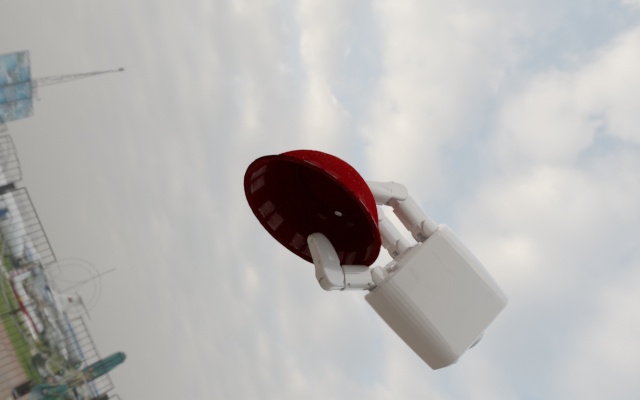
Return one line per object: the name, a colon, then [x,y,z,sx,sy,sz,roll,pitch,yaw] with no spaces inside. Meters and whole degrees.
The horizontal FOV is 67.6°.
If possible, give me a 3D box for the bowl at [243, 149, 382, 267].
bowl: [-0.001,0.000,0.501,0.162,0.162,0.055,0,42,40]
